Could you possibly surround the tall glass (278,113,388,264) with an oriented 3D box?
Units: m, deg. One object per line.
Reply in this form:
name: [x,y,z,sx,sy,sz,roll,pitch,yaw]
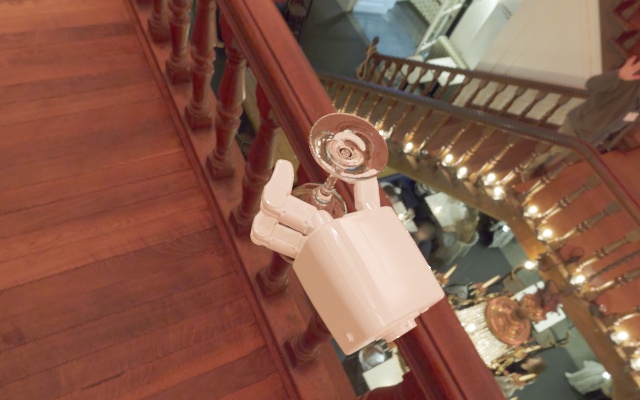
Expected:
tall glass: [0.000,0.001,0.504,0.079,0.079,0.201,0,-30,-18]
